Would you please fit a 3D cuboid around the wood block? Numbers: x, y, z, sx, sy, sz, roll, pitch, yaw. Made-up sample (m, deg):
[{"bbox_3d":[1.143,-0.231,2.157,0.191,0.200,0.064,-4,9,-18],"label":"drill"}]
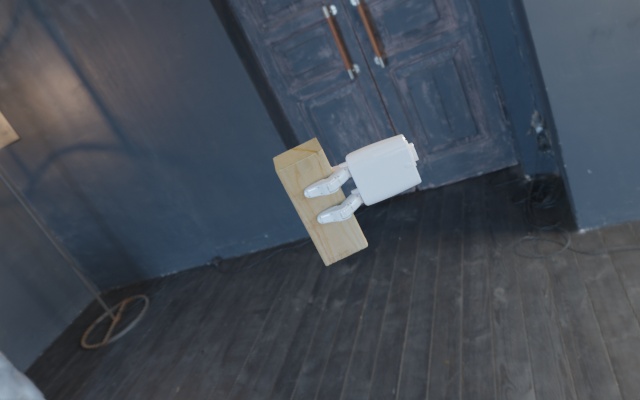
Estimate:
[{"bbox_3d":[0.000,0.002,0.880,0.090,0.206,0.090,-26,22,2],"label":"wood block"}]
